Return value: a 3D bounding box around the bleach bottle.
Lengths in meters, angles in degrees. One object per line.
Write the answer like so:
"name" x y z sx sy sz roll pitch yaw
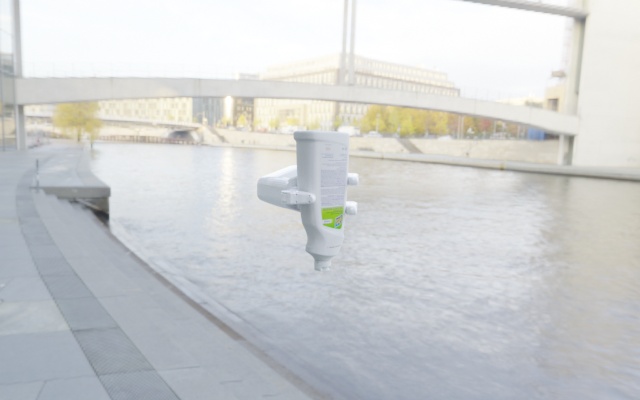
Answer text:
"bleach bottle" 0.000 0.003 0.856 0.102 0.251 0.068 -3 9 -38
